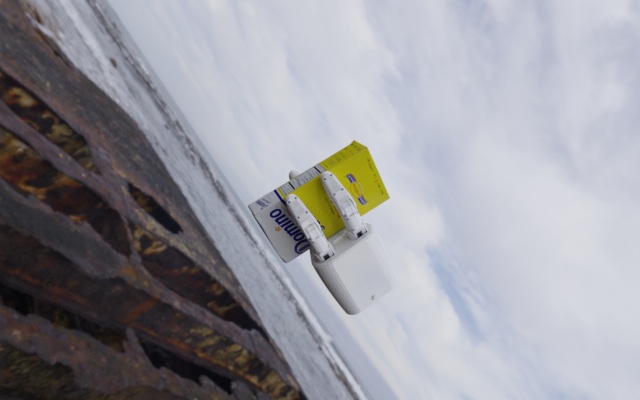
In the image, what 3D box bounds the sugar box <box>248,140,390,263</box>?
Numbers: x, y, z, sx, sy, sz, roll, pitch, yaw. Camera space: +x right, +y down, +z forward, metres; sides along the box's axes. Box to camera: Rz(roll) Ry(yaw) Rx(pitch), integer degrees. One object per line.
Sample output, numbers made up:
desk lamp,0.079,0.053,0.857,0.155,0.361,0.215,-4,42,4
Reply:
sugar box,0.000,0.002,0.657,0.176,0.093,0.048,-34,30,-8
